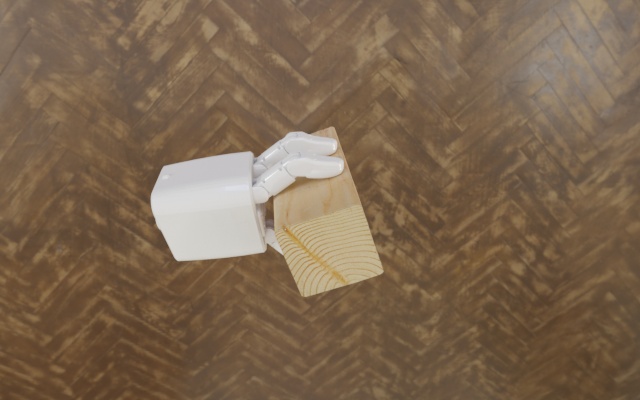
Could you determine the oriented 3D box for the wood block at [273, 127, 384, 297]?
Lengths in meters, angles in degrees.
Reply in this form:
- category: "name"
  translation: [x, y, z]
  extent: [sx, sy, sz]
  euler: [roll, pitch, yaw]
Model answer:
- category: "wood block"
  translation: [0.000, 0.002, 0.557]
  extent: [0.090, 0.091, 0.206]
  euler: [-18, 30, 4]
